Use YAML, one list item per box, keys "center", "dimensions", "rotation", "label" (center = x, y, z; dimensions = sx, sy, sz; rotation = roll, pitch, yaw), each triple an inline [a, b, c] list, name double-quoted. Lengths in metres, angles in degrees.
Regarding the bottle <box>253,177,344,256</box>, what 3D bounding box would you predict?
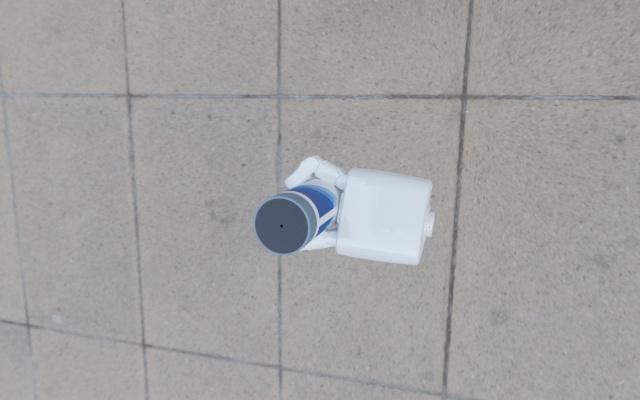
- center: [0.000, 0.002, 0.654]
  dimensions: [0.069, 0.069, 0.295]
  rotation: [0, 10, 17]
  label: "bottle"
